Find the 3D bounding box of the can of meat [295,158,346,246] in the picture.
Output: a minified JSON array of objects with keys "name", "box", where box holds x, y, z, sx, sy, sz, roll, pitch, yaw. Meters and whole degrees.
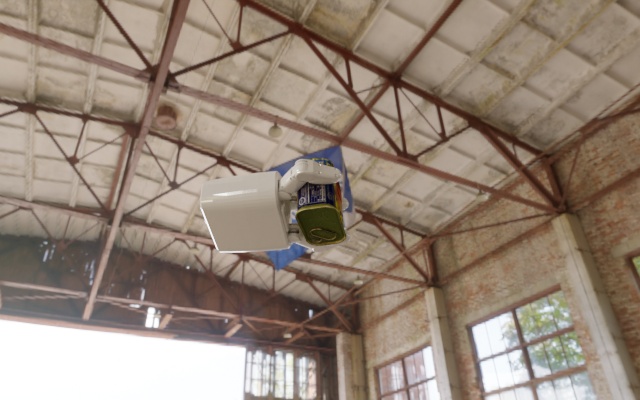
[{"name":"can of meat","box":[0.000,0.002,0.662,0.057,0.084,0.102,-8,-33,8]}]
